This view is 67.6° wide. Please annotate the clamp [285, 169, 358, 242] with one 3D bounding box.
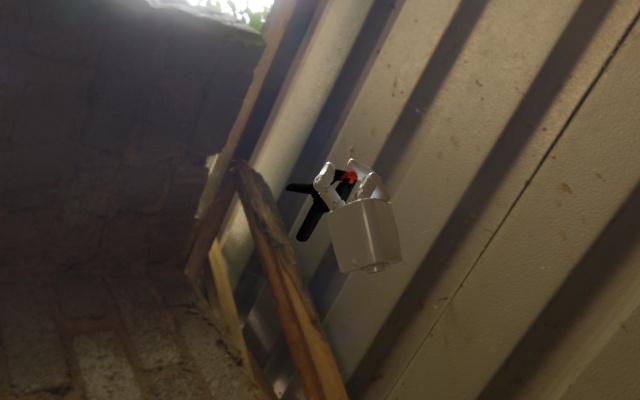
[{"bbox_3d":[0.001,0.003,0.872,0.039,0.120,0.171,1,-18,-43],"label":"clamp"}]
